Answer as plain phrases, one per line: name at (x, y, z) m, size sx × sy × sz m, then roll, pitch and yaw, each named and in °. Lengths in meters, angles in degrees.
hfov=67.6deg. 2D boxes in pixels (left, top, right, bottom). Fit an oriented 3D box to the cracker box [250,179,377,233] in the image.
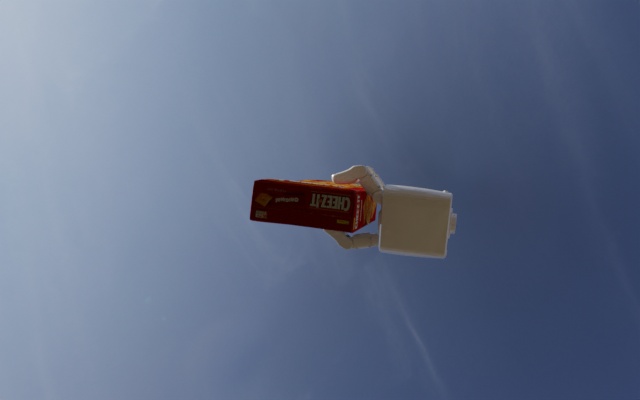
cracker box at (0.000, 0.003, 0.806) m, size 0.164 × 0.072 × 0.213 m, roll 6°, pitch 3°, yaw 15°
